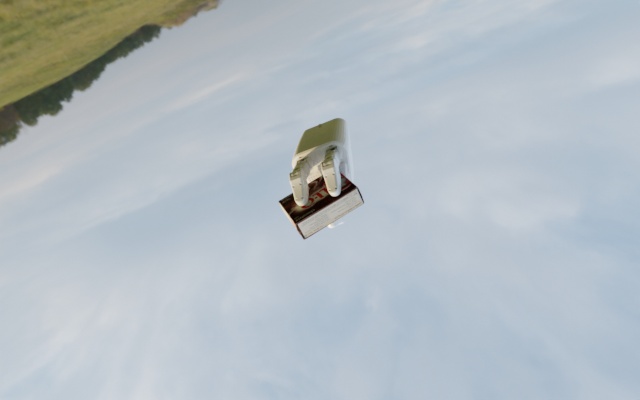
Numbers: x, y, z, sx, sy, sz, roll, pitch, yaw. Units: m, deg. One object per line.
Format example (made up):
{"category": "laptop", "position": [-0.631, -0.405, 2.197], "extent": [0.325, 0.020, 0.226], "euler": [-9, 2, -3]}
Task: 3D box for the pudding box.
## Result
{"category": "pudding box", "position": [0.000, 0.003, 0.753], "extent": [0.113, 0.039, 0.090], "euler": [-33, 30, -6]}
